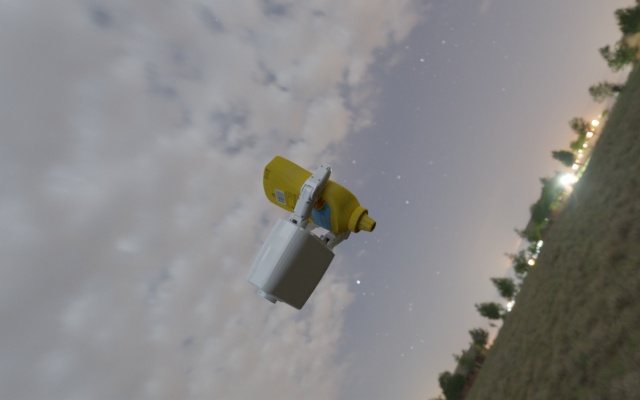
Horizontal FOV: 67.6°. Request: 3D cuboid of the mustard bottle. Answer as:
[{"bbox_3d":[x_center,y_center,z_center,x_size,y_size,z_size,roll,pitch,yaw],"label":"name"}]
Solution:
[{"bbox_3d":[0.000,0.002,0.752,0.191,0.096,0.058,26,55,24],"label":"mustard bottle"}]
